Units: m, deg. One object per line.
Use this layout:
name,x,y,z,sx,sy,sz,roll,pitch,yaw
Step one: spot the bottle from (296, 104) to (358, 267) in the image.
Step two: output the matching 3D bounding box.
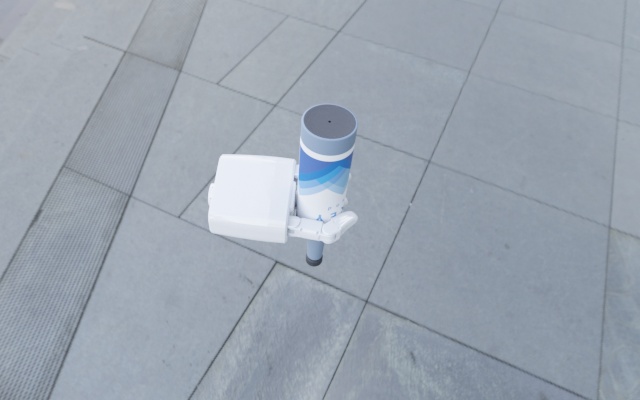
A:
bottle,0.000,0.002,0.669,0.069,0.069,0.296,0,-40,-5
